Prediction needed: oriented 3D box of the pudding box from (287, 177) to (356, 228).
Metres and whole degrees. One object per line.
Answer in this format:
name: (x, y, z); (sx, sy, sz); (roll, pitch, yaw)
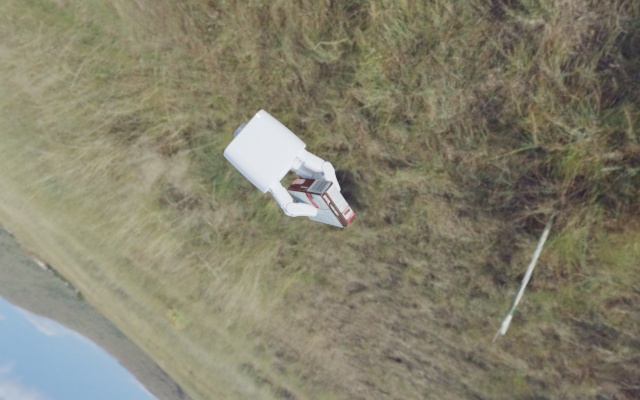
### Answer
pudding box: (0.000, 0.003, 0.898); (0.113, 0.039, 0.090); (12, -35, 53)
